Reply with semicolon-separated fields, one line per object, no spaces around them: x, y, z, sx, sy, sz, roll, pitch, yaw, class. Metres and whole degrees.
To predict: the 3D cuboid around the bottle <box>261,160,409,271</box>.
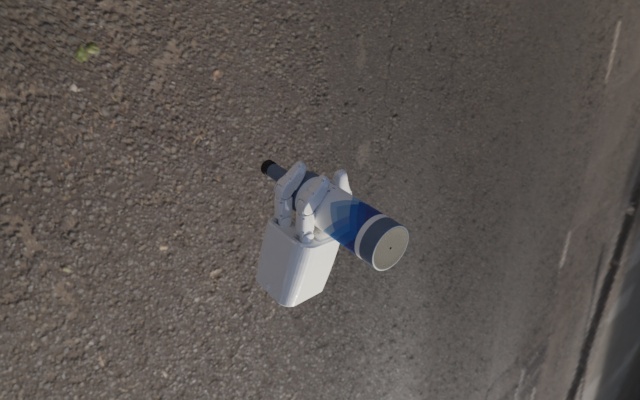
0.000;0.002;0.712;0.069;0.069;0.295;0;24;-42;bottle
